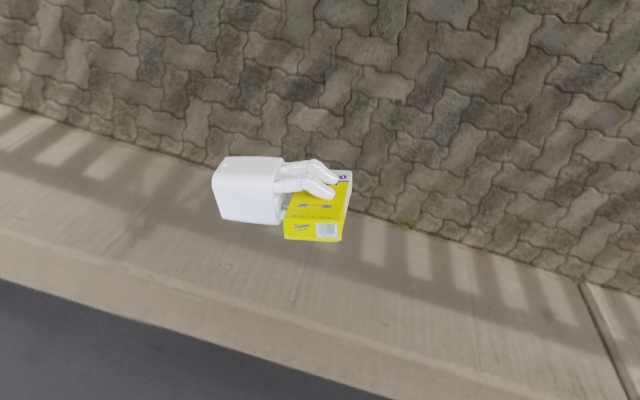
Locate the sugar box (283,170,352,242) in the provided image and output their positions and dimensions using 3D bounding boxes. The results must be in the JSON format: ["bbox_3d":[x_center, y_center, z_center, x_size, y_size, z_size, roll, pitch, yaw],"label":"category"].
[{"bbox_3d":[0.000,0.002,0.820,0.093,0.048,0.176,3,33,8],"label":"sugar box"}]
